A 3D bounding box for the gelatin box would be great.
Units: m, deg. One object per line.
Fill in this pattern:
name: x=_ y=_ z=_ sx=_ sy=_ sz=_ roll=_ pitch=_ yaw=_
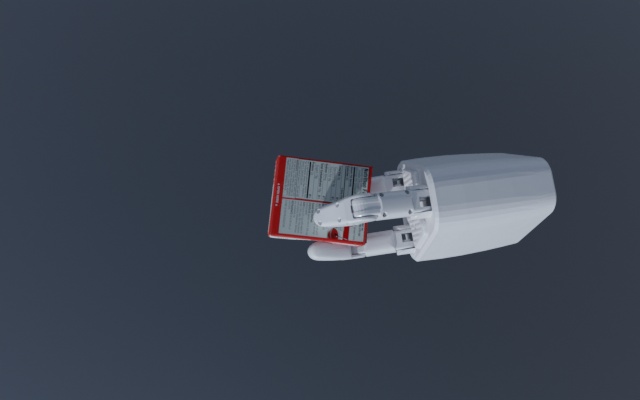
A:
gelatin box: x=0.000 y=0.001 z=0.435 sx=0.089 sy=0.073 sz=0.030 roll=6 pitch=-8 yaw=-7
